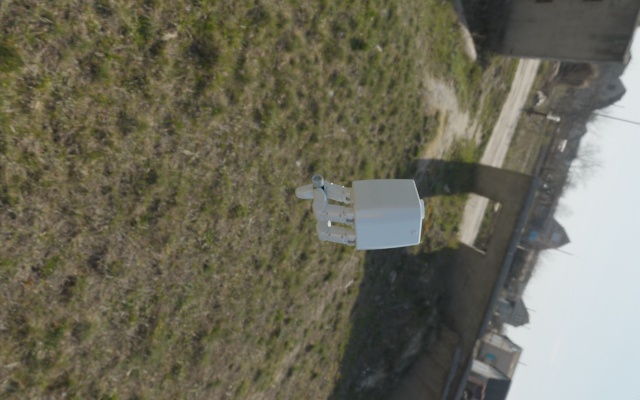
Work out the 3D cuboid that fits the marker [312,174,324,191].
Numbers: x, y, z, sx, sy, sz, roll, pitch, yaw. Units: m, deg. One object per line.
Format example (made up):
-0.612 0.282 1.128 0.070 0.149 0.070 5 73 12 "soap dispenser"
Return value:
0.000 0.003 0.839 0.020 0.020 0.121 0 -42 7 "marker"
